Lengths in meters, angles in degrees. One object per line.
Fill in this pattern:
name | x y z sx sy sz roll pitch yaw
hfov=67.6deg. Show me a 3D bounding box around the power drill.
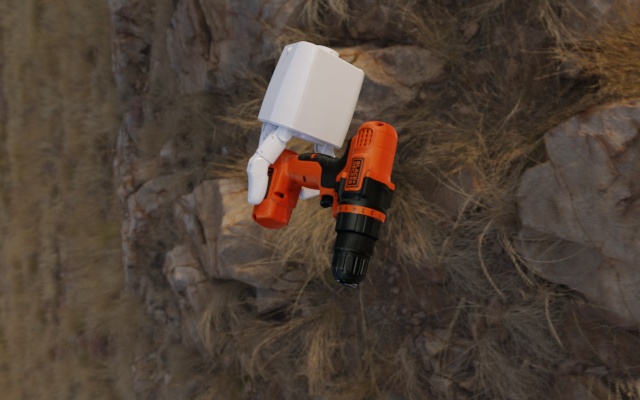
power drill | 0.000 0.002 0.569 0.187 0.184 0.057 2 -18 44
